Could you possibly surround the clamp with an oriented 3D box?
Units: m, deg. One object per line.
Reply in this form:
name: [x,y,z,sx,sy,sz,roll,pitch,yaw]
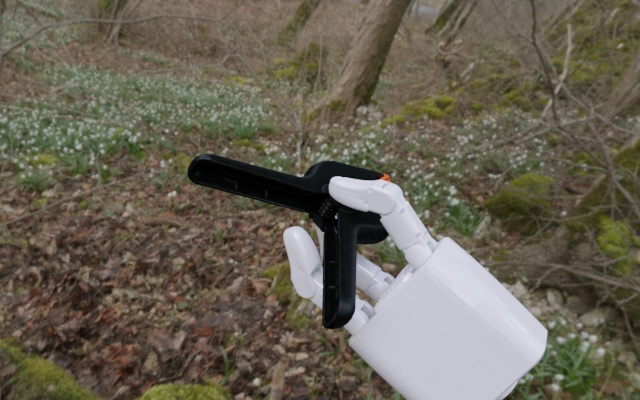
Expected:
clamp: [0.001,0.001,0.411,0.164,0.036,0.210,42,31,10]
